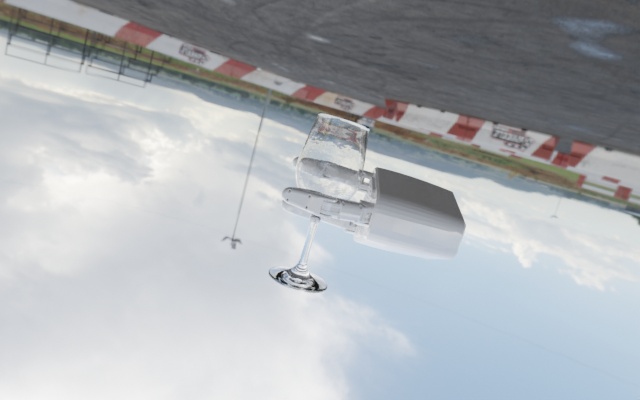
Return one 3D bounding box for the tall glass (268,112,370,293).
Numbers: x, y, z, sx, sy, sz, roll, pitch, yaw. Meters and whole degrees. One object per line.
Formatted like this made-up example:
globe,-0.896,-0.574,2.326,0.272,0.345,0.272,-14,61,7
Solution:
tall glass,0.000,0.002,0.564,0.079,0.201,0.079,15,9,-3
